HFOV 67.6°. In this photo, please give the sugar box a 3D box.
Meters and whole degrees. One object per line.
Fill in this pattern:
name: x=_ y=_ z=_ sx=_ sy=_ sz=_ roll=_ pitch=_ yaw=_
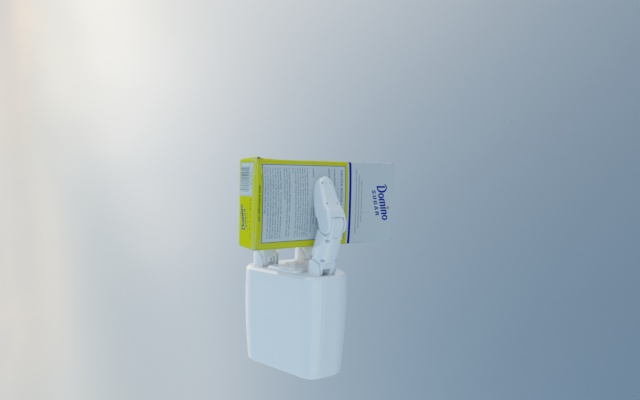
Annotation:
sugar box: x=0.000 y=0.002 z=0.524 sx=0.176 sy=0.093 sz=0.048 roll=0 pitch=4 yaw=-35
